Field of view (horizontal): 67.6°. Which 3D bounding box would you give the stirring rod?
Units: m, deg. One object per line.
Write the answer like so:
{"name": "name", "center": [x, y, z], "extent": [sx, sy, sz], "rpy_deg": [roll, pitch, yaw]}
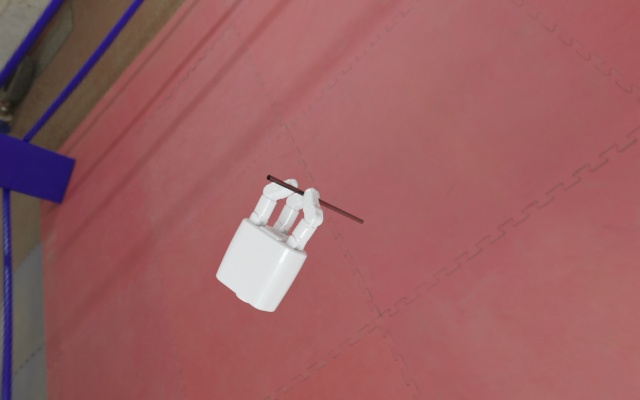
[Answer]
{"name": "stirring rod", "center": [0.000, 0.003, 0.772], "extent": [0.011, 0.011, 0.239], "rpy_deg": [0, -17, 40]}
